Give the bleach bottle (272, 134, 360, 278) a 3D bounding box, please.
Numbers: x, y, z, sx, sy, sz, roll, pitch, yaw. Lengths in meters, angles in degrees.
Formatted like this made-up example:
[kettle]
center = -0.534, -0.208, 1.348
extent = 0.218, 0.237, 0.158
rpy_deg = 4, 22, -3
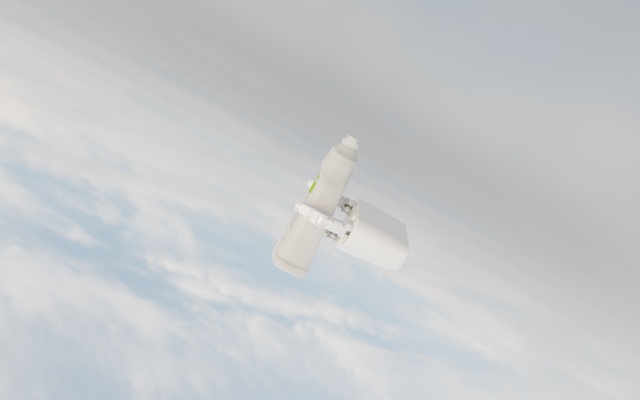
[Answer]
[bleach bottle]
center = 0.000, 0.003, 0.830
extent = 0.068, 0.251, 0.102
rpy_deg = 26, 10, -11
